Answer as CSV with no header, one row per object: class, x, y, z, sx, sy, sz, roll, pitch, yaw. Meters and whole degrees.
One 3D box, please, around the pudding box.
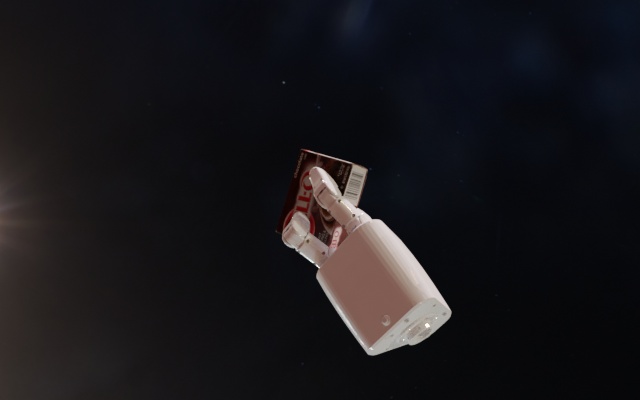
pudding box,0.000,0.002,0.583,0.090,0.113,0.039,21,3,41
